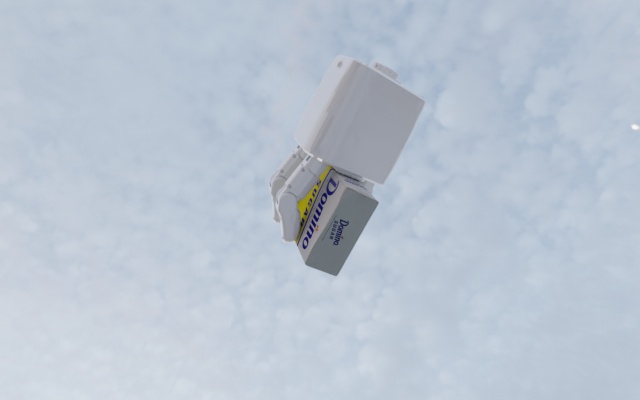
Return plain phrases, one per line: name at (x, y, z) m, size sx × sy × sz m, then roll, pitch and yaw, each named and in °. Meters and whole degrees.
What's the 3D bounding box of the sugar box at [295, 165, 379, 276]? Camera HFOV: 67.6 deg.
sugar box at (0.000, 0.001, 0.551) m, size 0.048 × 0.093 × 0.176 m, roll 24°, pitch 13°, yaw -20°
